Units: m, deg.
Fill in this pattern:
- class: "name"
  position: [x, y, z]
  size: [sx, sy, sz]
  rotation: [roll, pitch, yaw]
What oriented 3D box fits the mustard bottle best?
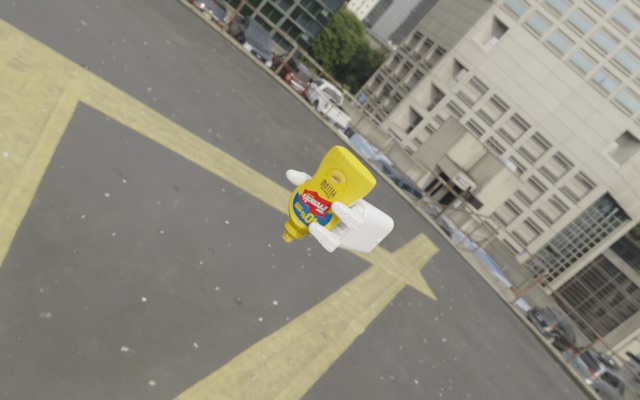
- class: "mustard bottle"
  position: [0.000, 0.003, 0.837]
  size: [0.192, 0.096, 0.058]
  rotation: [-47, -14, 17]
